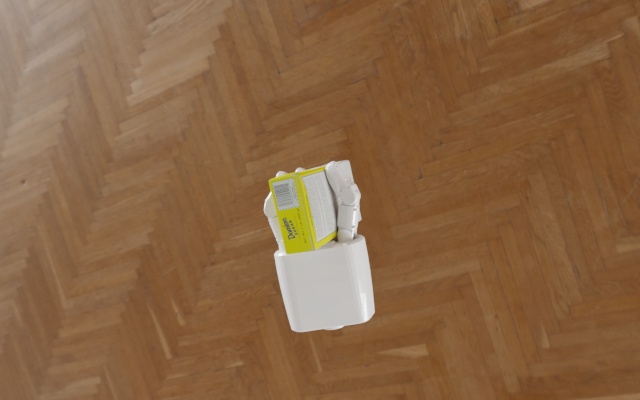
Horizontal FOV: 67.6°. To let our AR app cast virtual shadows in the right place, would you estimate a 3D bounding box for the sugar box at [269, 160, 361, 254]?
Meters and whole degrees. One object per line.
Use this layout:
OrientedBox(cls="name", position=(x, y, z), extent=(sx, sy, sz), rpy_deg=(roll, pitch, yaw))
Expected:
OrientedBox(cls="sugar box", position=(0.000, 0.002, 0.625), extent=(0.048, 0.093, 0.176), rpy_deg=(-10, 5, 22))
